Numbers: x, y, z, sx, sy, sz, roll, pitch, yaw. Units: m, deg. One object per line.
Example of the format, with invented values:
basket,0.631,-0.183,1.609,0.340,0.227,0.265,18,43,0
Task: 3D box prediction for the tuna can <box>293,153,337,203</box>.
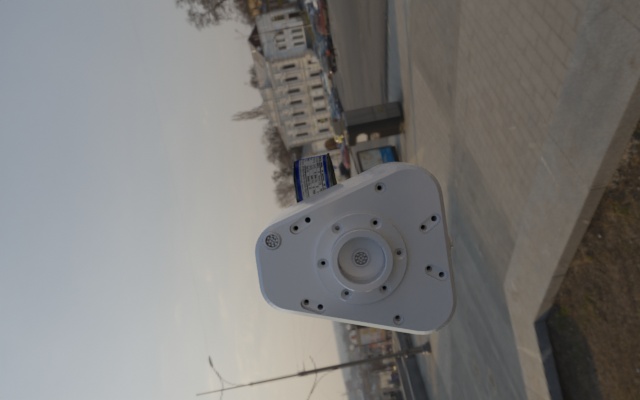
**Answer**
tuna can,0.000,0.002,0.440,0.034,0.086,0.086,-11,-1,5
